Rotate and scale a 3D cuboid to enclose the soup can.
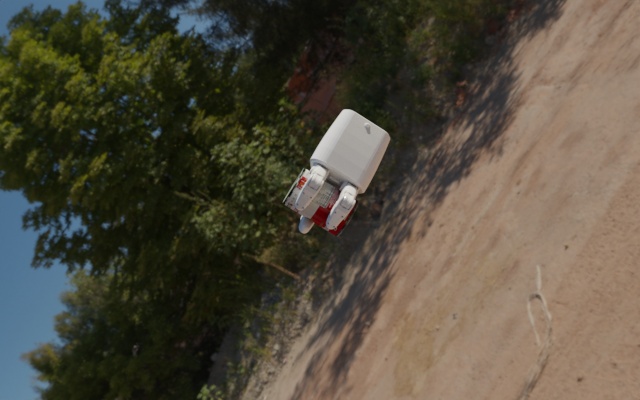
[{"bbox_3d":[0.000,0.003,0.757,0.102,0.068,0.068,31,-3,-5],"label":"soup can"}]
